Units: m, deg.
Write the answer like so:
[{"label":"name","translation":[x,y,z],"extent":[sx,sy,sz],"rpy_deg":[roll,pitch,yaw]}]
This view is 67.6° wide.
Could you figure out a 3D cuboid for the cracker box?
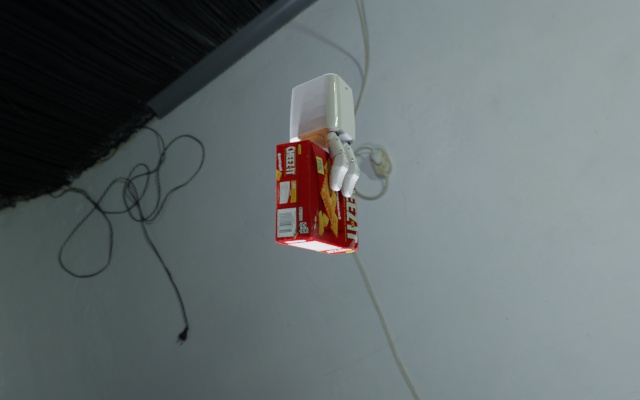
[{"label":"cracker box","translation":[0.000,0.003,0.846],"extent":[0.072,0.164,0.214],"rpy_deg":[-6,-13,24]}]
